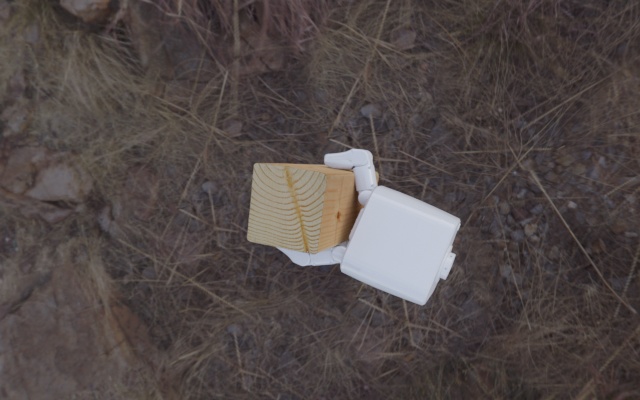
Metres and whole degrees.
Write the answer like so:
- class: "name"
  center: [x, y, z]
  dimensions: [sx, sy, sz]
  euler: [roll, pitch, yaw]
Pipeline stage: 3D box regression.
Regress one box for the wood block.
- class: "wood block"
  center: [0.000, 0.002, 0.612]
  dimensions: [0.090, 0.091, 0.206]
  euler: [9, 7, 21]
